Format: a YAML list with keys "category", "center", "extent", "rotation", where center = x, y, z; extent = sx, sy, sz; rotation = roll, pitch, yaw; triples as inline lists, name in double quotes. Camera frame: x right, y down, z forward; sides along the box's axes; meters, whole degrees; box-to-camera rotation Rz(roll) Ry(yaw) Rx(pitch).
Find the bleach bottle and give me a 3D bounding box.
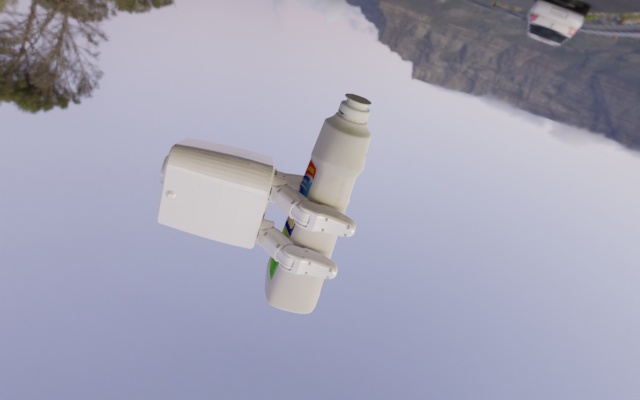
- category: "bleach bottle"
  center: [0.000, 0.002, 0.533]
  extent: [0.068, 0.251, 0.102]
  rotation: [15, 27, -9]
